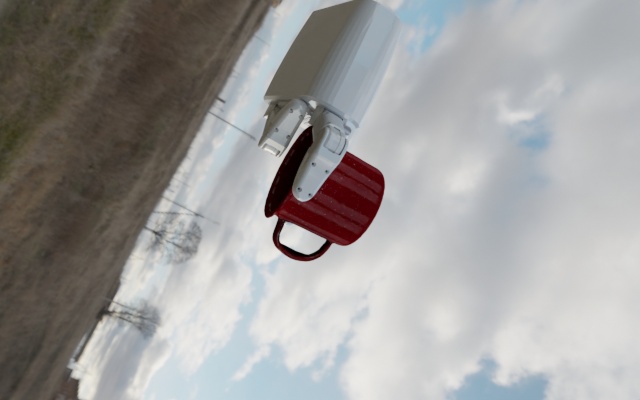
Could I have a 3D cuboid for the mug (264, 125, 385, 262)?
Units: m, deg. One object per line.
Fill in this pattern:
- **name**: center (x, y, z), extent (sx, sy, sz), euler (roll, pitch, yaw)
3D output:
- **mug**: center (0.000, 0.003, 0.440), extent (0.081, 0.117, 0.093), euler (27, -5, -17)
